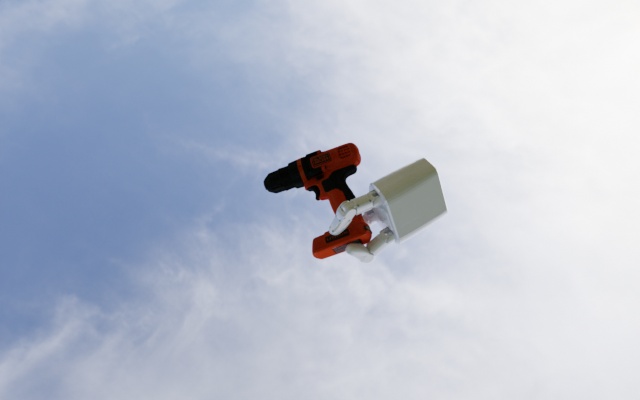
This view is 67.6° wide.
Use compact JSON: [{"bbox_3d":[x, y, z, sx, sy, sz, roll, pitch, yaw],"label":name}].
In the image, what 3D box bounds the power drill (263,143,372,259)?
[{"bbox_3d":[0.001,0.003,0.836,0.184,0.187,0.057,-20,-22,10],"label":"power drill"}]
